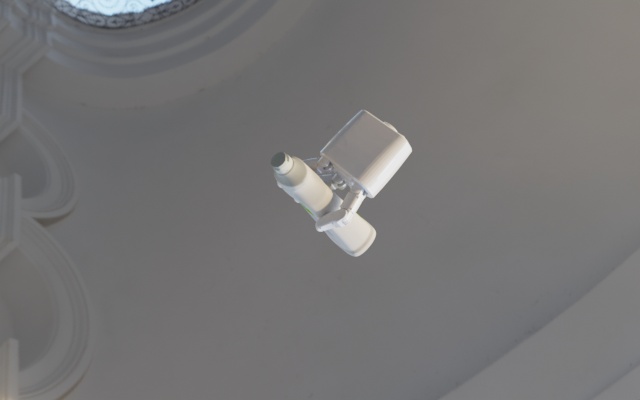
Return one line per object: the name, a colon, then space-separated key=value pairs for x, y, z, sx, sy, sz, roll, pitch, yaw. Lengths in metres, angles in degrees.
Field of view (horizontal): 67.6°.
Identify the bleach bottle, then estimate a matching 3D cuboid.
bleach bottle: x=0.000 y=0.003 z=0.808 sx=0.102 sy=0.068 sz=0.251 roll=36 pitch=-7 yaw=42
